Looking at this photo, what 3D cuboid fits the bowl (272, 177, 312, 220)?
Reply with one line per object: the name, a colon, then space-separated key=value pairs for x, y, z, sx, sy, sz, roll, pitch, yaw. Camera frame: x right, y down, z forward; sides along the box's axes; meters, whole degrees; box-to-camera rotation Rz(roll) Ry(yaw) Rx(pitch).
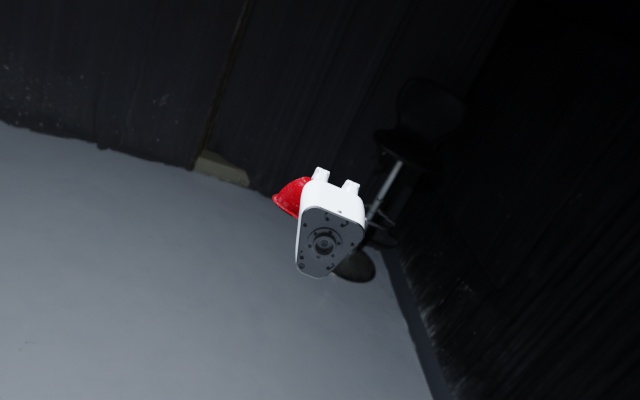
bowl: x=0.000 y=0.002 z=0.835 sx=0.162 sy=0.055 sz=0.162 roll=23 pitch=11 yaw=-5
